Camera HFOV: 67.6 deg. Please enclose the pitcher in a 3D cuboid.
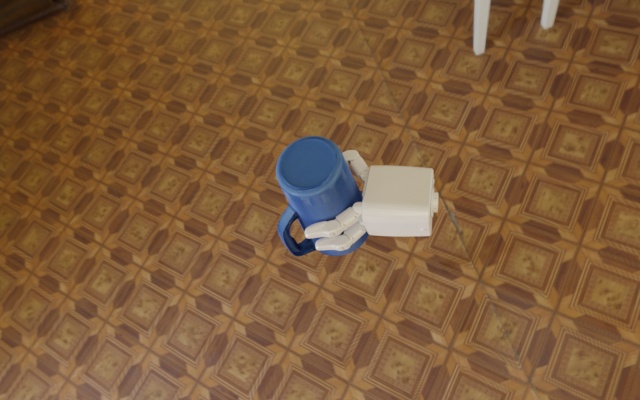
[{"bbox_3d":[0.000,0.003,0.825,0.145,0.149,0.243,2,-25,16],"label":"pitcher"}]
